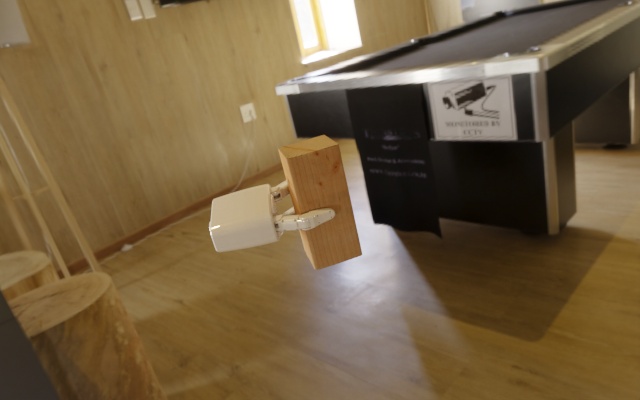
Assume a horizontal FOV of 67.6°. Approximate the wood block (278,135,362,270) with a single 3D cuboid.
[{"bbox_3d":[0.000,0.003,0.835,0.090,0.206,0.090,-17,21,-9],"label":"wood block"}]
